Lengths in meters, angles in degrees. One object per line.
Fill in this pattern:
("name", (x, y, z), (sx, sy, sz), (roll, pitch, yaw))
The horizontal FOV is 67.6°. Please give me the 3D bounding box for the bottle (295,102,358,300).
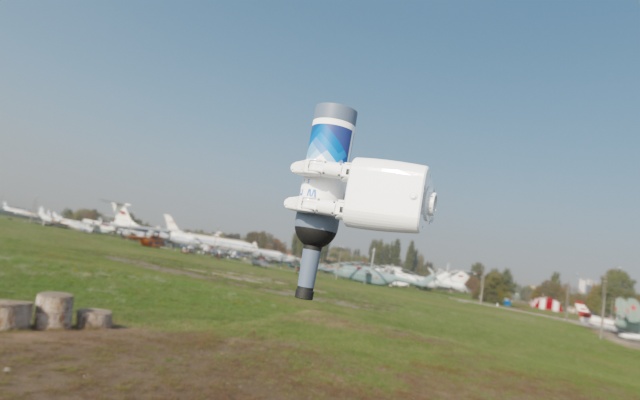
("bottle", (0.000, 0.002, 0.728), (0.069, 0.295, 0.069), (10, -7, 1))
